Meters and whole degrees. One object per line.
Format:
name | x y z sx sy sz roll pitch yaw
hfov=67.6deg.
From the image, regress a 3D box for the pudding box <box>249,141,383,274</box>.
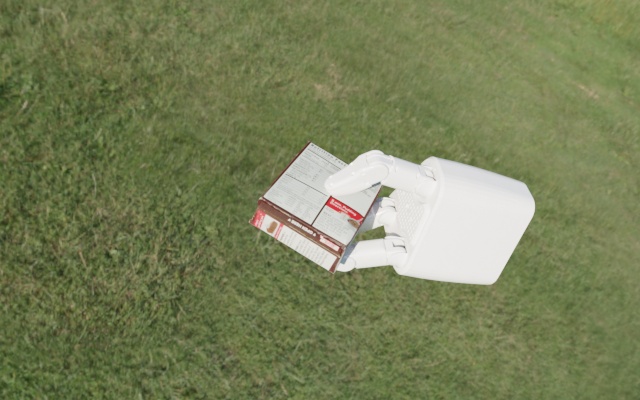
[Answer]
pudding box | 0.000 0.001 0.452 0.090 0.039 0.113 30 40 5
